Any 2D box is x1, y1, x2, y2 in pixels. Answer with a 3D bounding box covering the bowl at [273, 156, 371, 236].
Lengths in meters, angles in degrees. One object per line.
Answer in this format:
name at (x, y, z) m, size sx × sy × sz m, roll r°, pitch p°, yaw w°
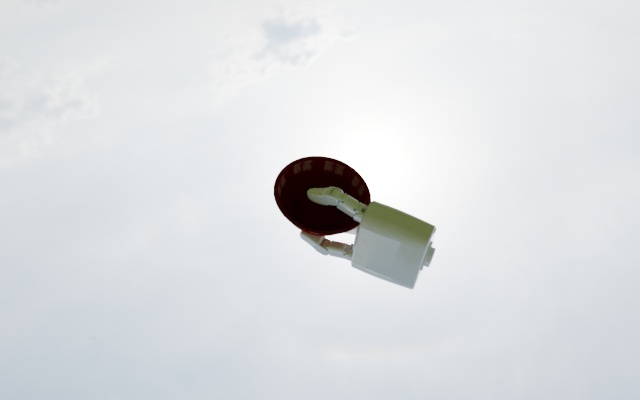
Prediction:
bowl at (-0.001, 0.002, 0.796) m, size 0.162 × 0.162 × 0.055 m, roll 0°, pitch -36°, yaw -12°
